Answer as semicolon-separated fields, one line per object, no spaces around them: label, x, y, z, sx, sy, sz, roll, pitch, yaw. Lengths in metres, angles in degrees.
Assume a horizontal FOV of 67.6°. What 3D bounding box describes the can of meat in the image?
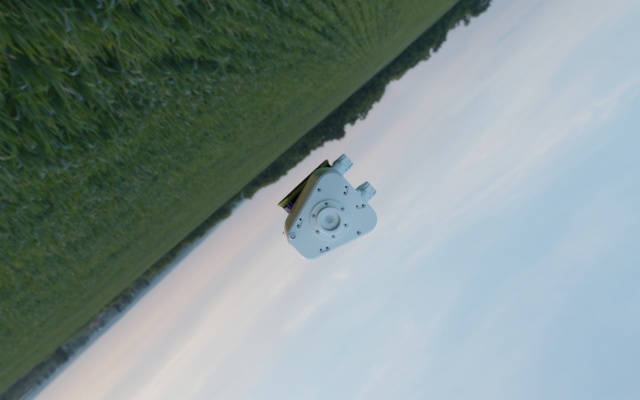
can of meat;0.000;0.003;0.724;0.102;0.084;0.057;-43;6;-4
